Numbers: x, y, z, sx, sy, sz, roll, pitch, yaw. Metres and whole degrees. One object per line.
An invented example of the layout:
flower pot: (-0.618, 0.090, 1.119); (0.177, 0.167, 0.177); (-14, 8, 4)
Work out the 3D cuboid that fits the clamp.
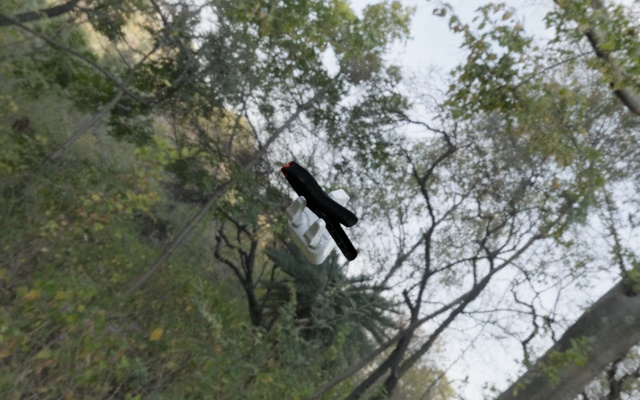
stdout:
clamp: (0.000, 0.002, 0.839); (0.036, 0.210, 0.165); (-35, -18, -15)
